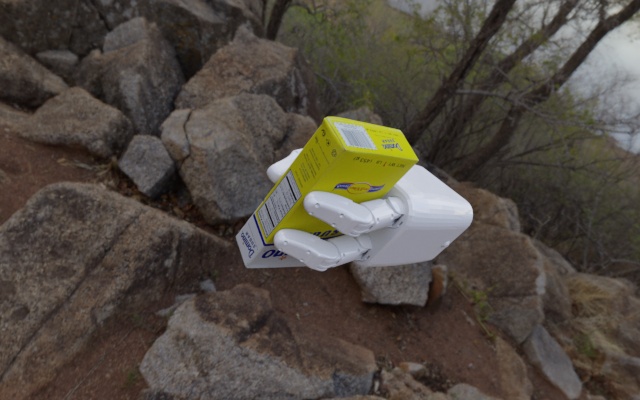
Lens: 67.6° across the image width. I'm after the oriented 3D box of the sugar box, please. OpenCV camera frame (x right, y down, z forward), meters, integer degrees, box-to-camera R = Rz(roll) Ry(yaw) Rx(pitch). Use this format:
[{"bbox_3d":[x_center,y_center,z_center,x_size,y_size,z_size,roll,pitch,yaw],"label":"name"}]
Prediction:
[{"bbox_3d":[0.000,0.002,0.453,0.093,0.048,0.176,4,-42,-39],"label":"sugar box"}]
